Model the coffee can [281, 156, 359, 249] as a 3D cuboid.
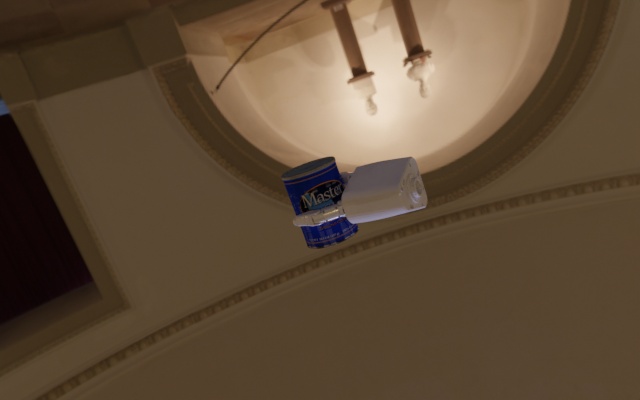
[{"bbox_3d":[0.000,0.003,0.871,0.103,0.140,0.102,-19,13,4],"label":"coffee can"}]
